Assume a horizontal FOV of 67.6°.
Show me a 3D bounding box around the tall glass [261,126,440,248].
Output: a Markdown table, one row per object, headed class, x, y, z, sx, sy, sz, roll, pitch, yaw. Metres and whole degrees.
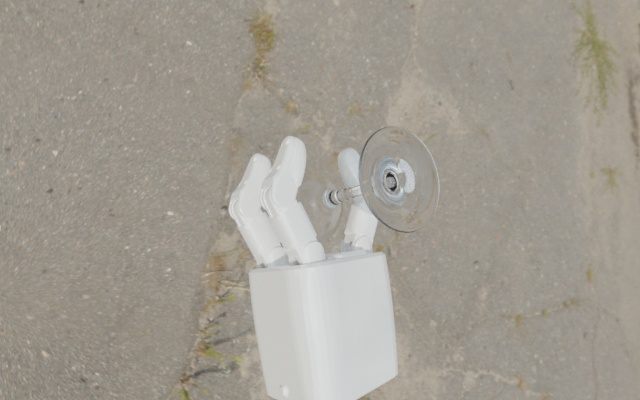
| class | x | y | z | sx | sy | sz | roll | pitch | yaw |
| --- | --- | --- | --- | --- | --- | --- | --- | --- | --- |
| tall glass | 0.000 | 0.001 | 0.406 | 0.079 | 0.079 | 0.201 | 0 | -9 | -34 |
